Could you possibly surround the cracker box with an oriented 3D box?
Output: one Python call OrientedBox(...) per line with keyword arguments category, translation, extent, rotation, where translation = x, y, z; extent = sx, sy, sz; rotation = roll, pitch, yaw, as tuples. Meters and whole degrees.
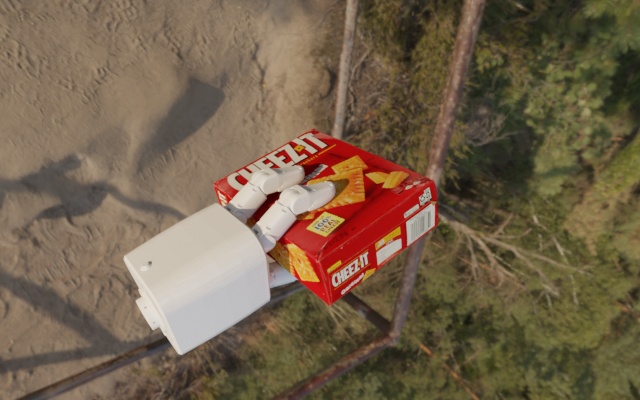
OrientedBox(category="cracker box", translation=(0.000, 0.002, 0.551), extent=(0.164, 0.072, 0.213), rotation=(-32, 40, -25))
